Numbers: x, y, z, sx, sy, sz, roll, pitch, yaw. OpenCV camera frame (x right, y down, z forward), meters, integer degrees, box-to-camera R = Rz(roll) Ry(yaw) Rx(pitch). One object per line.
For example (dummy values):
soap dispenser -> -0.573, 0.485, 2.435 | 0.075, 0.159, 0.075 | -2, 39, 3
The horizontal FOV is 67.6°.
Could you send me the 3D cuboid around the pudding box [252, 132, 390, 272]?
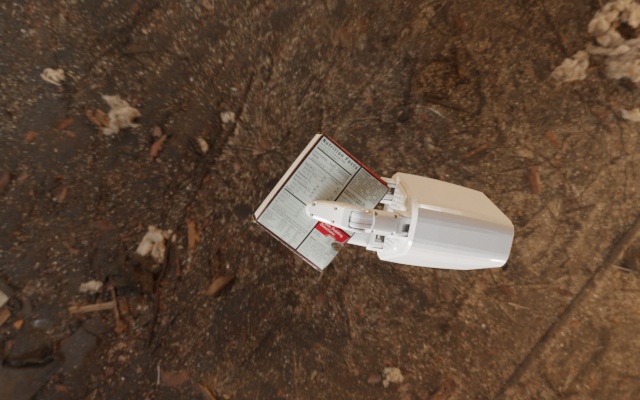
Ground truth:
pudding box -> 0.000, 0.002, 0.481 | 0.090, 0.113, 0.039 | 39, -1, -11
